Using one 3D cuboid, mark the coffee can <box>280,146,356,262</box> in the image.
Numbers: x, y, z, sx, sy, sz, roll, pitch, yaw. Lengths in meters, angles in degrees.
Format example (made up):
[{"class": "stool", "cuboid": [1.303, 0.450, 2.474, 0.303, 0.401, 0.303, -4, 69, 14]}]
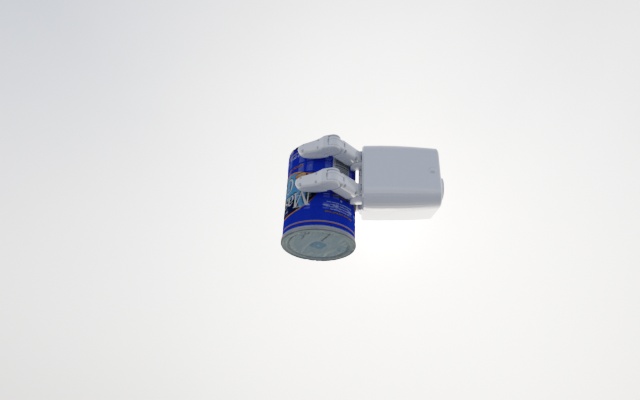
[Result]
[{"class": "coffee can", "cuboid": [0.000, 0.002, 0.678, 0.103, 0.140, 0.103, 2, -30, 1]}]
